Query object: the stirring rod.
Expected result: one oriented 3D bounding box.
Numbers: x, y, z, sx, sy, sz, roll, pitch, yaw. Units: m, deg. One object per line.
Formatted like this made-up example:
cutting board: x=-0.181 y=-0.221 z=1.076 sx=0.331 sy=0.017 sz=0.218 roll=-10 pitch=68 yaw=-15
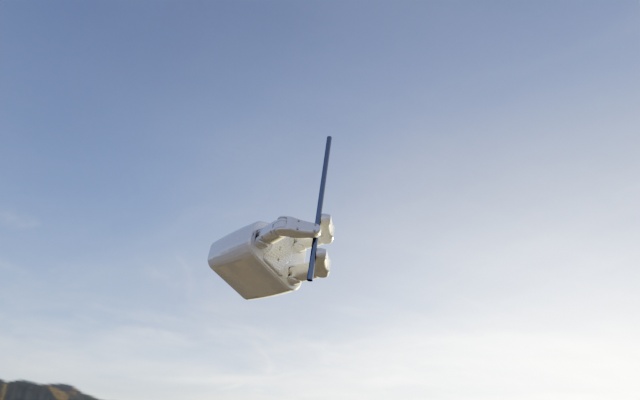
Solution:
stirring rod: x=0.000 y=0.002 z=0.673 sx=0.011 sy=0.239 sz=0.011 roll=5 pitch=-33 yaw=4
